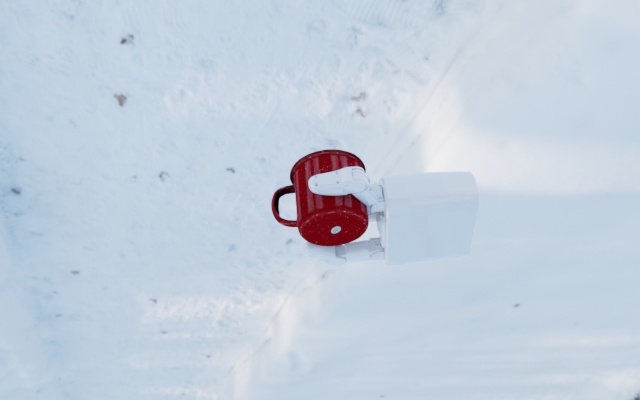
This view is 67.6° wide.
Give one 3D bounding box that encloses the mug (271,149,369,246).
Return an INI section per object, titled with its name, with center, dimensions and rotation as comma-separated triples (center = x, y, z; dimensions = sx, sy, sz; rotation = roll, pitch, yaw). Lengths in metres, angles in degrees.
[mug]
center = -0.001, 0.002, 0.560
dimensions = 0.117, 0.081, 0.093
rotation = -6, -34, 1
